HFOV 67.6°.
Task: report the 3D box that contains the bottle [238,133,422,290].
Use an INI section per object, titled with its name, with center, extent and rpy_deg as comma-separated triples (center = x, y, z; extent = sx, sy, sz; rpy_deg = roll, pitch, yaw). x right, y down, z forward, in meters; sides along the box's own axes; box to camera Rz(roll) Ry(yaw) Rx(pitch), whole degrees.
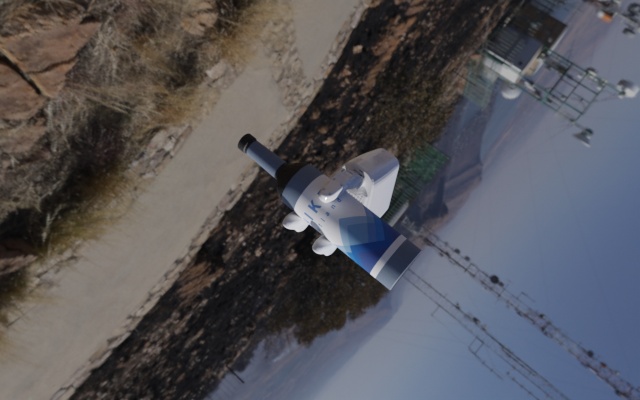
[bottle]
center = 0.000, 0.002, 0.657
extent = 0.295, 0.069, 0.069
rpy_deg = 39, 11, 14
